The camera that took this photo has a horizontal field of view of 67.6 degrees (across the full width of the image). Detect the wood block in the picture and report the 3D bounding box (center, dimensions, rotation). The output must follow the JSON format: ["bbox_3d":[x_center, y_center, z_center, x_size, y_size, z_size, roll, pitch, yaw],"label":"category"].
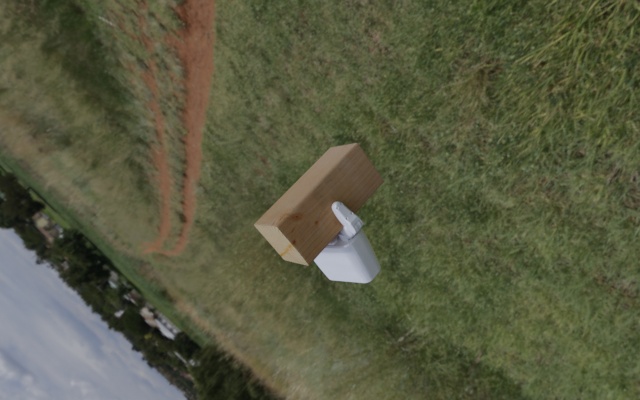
[{"bbox_3d":[0.000,0.003,0.818,0.206,0.090,0.091,-47,23,-23],"label":"wood block"}]
